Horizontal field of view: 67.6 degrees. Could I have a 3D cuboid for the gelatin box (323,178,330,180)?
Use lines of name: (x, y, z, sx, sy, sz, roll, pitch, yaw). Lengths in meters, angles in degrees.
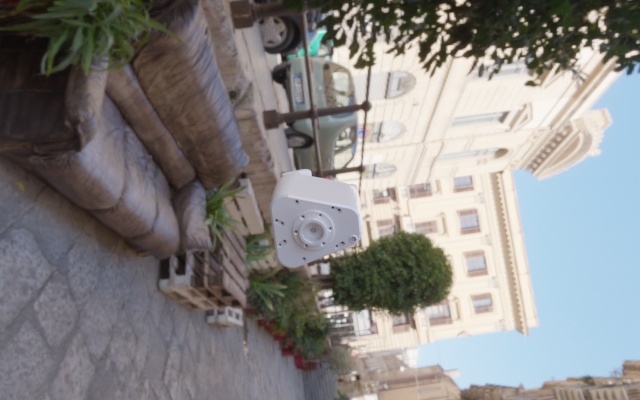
gelatin box: (0.001, 0.002, 0.745, 0.030, 0.073, 0.089, -6, 2, 7)
